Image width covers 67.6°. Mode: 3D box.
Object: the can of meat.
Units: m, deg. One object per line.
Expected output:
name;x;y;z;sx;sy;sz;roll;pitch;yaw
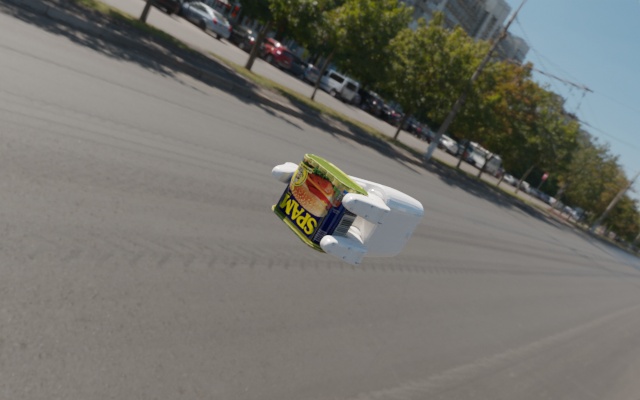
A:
can of meat;0.000;0.002;0.580;0.057;0.084;0.102;16;19;-47
